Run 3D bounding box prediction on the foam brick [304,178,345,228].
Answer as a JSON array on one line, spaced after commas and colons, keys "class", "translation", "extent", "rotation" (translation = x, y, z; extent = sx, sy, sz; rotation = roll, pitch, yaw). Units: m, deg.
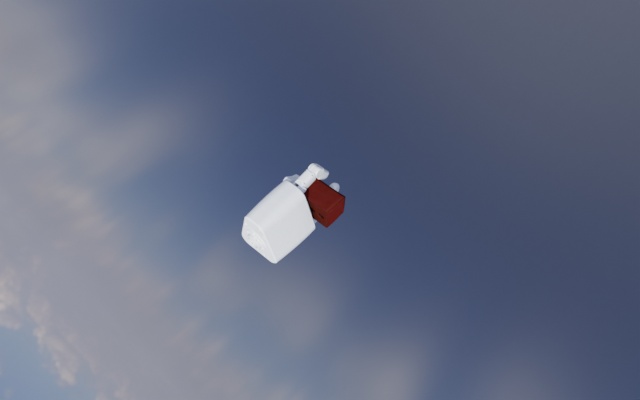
[{"class": "foam brick", "translation": [0.000, 0.003, 0.893], "extent": [0.078, 0.051, 0.053], "rotation": [34, -30, 23]}]
